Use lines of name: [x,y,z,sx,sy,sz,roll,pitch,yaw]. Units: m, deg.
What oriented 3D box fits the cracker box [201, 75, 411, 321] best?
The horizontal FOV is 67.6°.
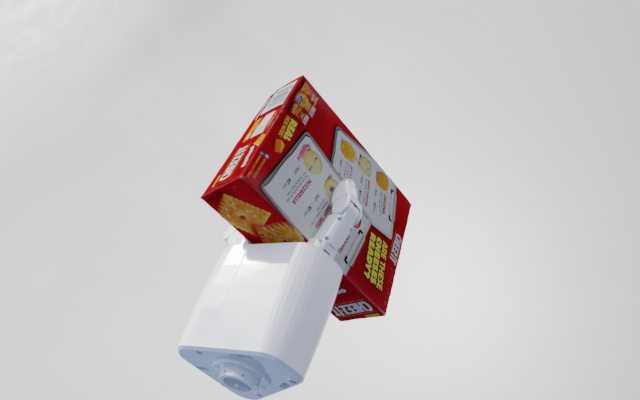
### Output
cracker box: [0.000,0.002,0.513,0.072,0.164,0.214,-20,-56,39]
